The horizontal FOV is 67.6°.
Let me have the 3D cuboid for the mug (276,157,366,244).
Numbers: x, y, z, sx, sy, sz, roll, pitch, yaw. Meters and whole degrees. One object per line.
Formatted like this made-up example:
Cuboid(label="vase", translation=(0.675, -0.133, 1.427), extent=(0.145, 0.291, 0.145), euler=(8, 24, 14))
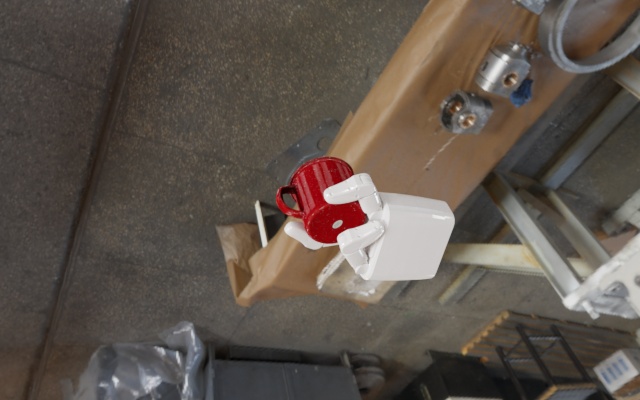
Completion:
Cuboid(label="mug", translation=(-0.001, 0.002, 0.628), extent=(0.117, 0.093, 0.081), euler=(4, 40, -21))
